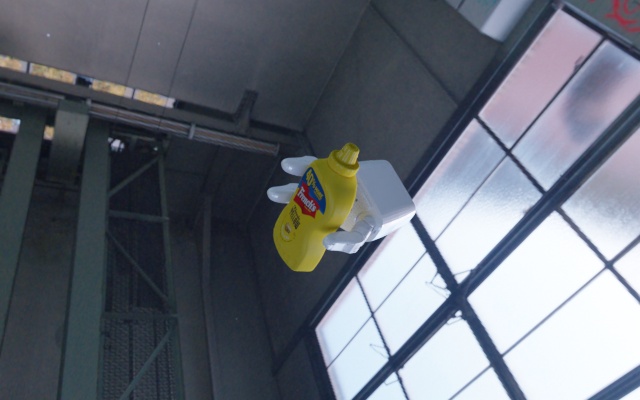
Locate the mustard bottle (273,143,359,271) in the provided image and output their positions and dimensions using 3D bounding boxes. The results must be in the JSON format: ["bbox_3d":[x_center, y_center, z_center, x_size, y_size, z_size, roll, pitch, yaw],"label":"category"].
[{"bbox_3d":[0.000,0.002,0.647,0.058,0.192,0.096,8,39,-32],"label":"mustard bottle"}]
